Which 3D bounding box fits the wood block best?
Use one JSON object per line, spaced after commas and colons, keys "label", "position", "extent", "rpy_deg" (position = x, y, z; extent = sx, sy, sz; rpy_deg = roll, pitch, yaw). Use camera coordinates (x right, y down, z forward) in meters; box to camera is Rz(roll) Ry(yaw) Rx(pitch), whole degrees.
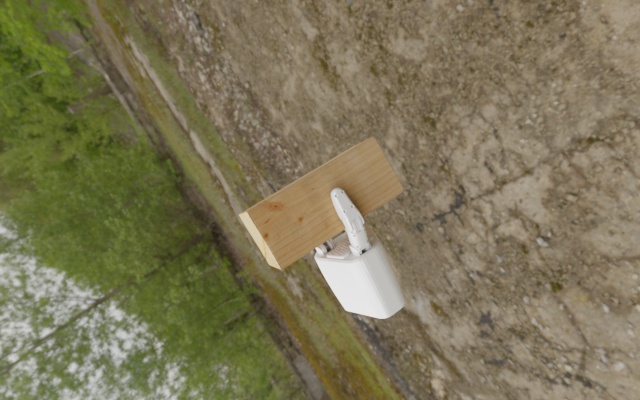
{"label": "wood block", "position": [0.000, 0.003, 0.678], "extent": [0.206, 0.090, 0.091], "rpy_deg": [-32, 6, -16]}
